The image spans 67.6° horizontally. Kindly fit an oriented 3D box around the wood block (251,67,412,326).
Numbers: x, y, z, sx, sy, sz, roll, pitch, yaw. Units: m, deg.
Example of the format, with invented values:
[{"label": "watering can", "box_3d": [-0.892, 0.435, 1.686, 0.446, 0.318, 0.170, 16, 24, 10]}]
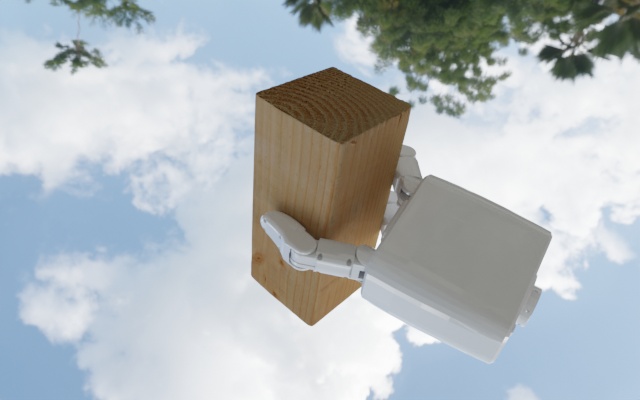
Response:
[{"label": "wood block", "box_3d": [0.000, 0.002, 0.429, 0.090, 0.206, 0.091, 34, 46, 29]}]
